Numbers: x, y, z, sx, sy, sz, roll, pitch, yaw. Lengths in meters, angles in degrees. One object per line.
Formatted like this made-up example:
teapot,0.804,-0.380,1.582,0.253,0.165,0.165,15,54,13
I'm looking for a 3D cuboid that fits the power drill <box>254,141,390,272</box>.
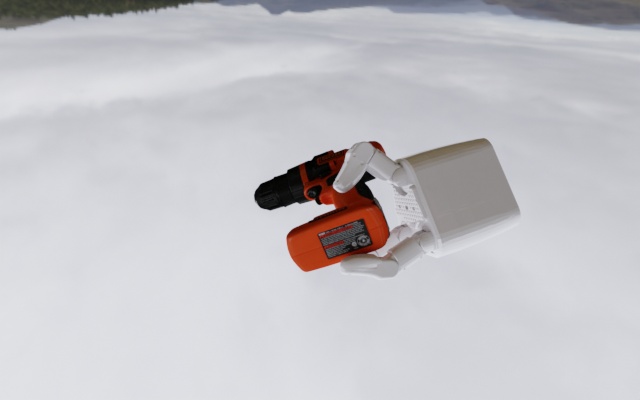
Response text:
power drill,0.000,0.002,0.568,0.184,0.057,0.187,-21,29,9
